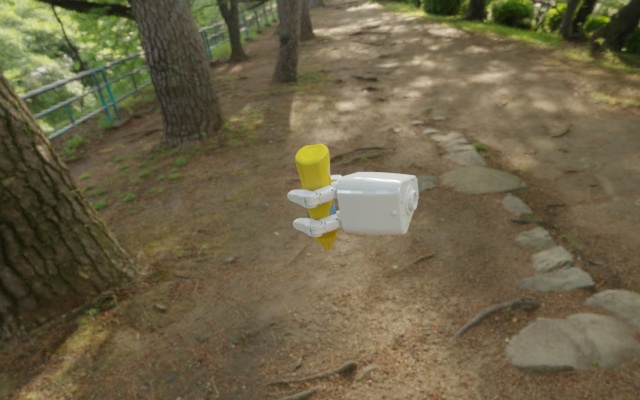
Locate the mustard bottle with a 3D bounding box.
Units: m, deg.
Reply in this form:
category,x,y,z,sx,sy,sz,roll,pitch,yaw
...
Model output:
category,x,y,z,sx,sy,sz,roll,pitch,yaw
mustard bottle,0.000,0.003,0.849,0.058,0.192,0.096,-8,25,5
